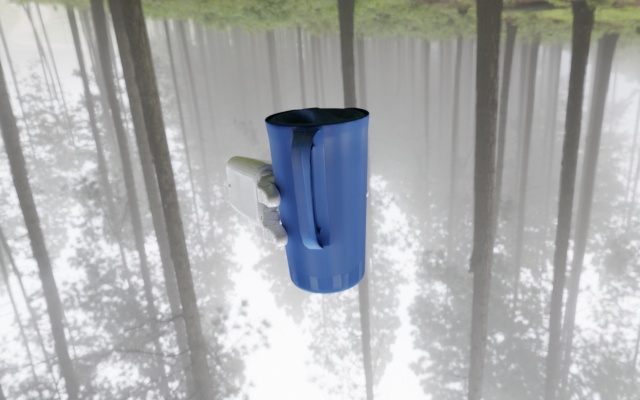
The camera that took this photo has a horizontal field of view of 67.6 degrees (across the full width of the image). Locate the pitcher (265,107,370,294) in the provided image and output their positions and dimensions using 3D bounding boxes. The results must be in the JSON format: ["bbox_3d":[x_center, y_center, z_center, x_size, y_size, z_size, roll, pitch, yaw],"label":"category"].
[{"bbox_3d":[0.000,0.002,0.637,0.149,0.243,0.145,-17,23,-32],"label":"pitcher"}]
